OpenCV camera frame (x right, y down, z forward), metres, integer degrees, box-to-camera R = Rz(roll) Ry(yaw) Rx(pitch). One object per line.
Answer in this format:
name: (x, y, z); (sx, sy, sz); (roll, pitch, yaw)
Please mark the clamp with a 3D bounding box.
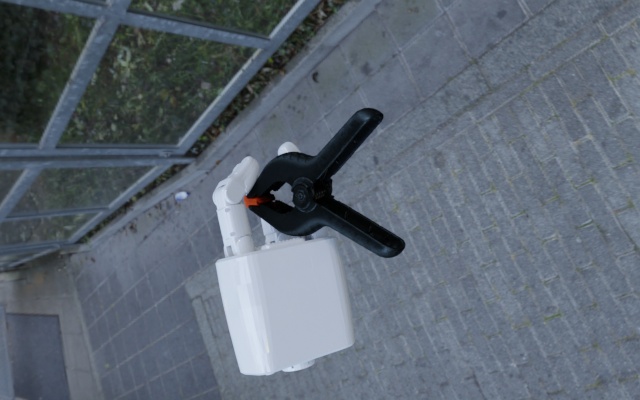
clamp: (0.000, 0.001, 0.425); (0.039, 0.120, 0.171); (-7, -8, -46)
